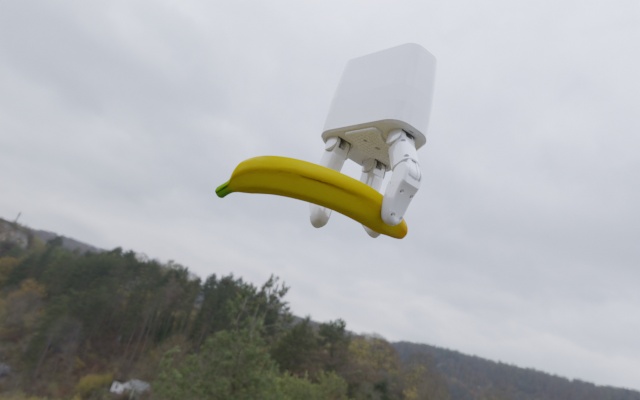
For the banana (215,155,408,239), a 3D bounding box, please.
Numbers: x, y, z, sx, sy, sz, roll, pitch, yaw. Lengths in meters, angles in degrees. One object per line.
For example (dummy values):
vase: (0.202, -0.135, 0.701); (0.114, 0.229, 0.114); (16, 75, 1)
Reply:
banana: (0.001, -0.006, 0.457); (0.198, 0.037, 0.070); (15, -24, -6)
